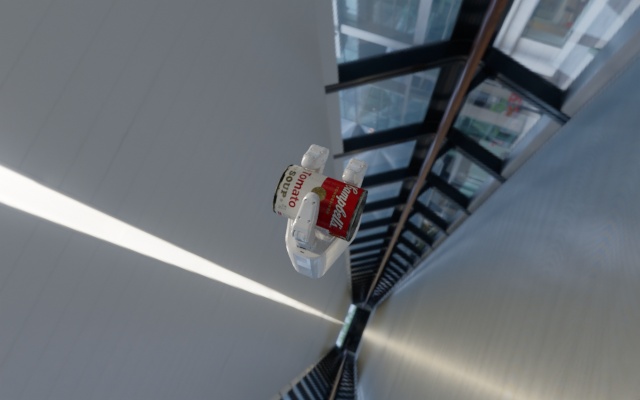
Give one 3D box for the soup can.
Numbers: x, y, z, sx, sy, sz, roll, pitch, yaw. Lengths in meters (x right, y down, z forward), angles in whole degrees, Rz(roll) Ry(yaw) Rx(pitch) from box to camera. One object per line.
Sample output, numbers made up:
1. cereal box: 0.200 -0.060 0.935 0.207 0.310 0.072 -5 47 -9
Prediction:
1. soup can: 0.000 0.002 0.594 0.102 0.068 0.068 21 4 10
